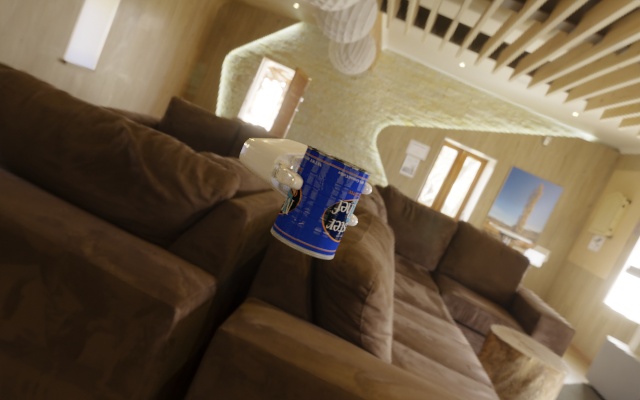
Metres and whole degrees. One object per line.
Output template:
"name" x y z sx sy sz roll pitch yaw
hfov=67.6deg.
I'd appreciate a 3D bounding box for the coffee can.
"coffee can" 0.000 0.003 0.709 0.103 0.140 0.103 24 7 -3
